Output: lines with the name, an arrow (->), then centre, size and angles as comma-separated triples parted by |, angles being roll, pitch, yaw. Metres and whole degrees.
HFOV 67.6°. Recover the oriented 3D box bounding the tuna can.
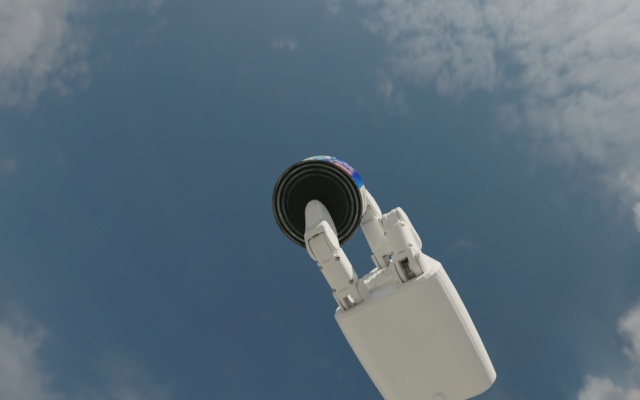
tuna can -> 0.000, 0.001, 0.448 | 0.086, 0.086, 0.033 | 0, 13, 15
